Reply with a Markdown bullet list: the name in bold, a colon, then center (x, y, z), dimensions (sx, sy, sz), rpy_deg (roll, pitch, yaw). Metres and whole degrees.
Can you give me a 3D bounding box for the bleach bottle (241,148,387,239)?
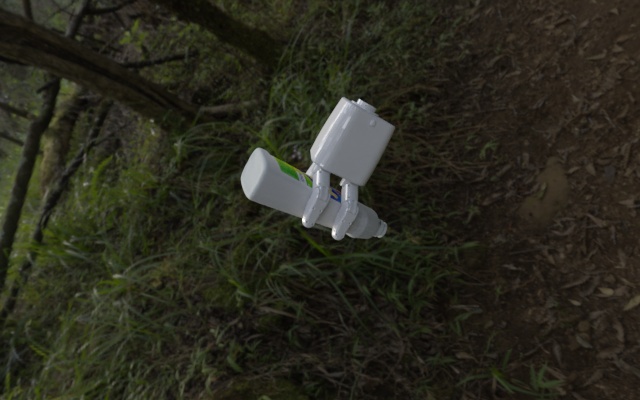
- **bleach bottle**: center (0.000, 0.003, 0.775), dimensions (0.251, 0.068, 0.102), rpy_deg (23, 17, -26)
